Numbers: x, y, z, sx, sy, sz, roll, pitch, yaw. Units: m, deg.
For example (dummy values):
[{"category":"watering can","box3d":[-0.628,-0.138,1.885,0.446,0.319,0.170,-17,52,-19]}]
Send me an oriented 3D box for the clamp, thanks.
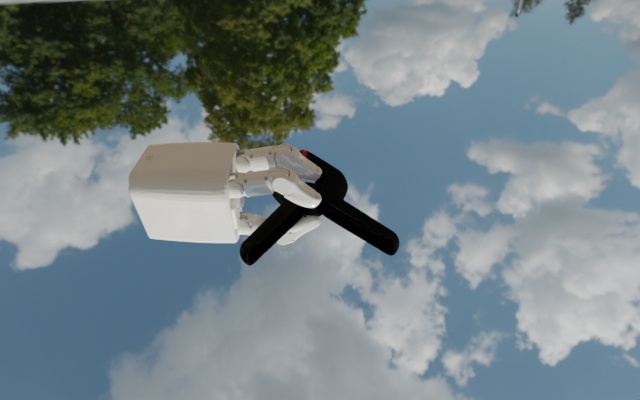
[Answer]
[{"category":"clamp","box3d":[0.000,0.002,0.563,0.164,0.036,0.209,2,34,-1]}]
